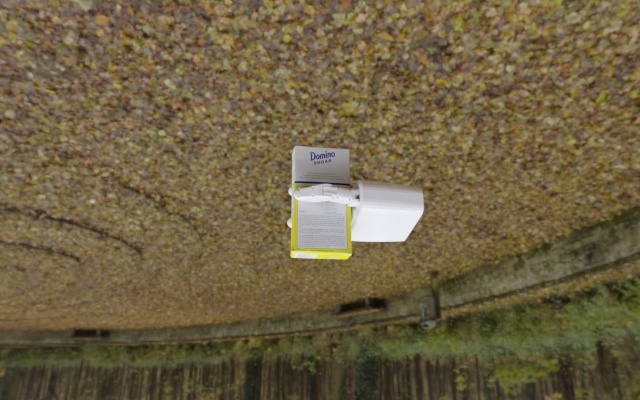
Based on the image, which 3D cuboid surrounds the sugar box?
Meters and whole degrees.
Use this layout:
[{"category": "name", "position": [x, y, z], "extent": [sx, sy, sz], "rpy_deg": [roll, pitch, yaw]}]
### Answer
[{"category": "sugar box", "position": [0.000, 0.003, 0.764], "extent": [0.093, 0.176, 0.048], "rpy_deg": [3, -20, -9]}]
